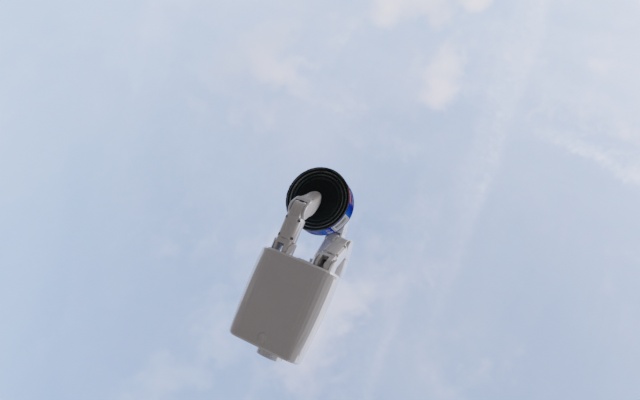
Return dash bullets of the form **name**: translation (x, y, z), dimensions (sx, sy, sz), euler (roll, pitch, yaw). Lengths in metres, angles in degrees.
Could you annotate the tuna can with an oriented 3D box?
- **tuna can**: translation (0.000, 0.002, 0.624), dimensions (0.086, 0.086, 0.034), euler (0, -17, 18)
